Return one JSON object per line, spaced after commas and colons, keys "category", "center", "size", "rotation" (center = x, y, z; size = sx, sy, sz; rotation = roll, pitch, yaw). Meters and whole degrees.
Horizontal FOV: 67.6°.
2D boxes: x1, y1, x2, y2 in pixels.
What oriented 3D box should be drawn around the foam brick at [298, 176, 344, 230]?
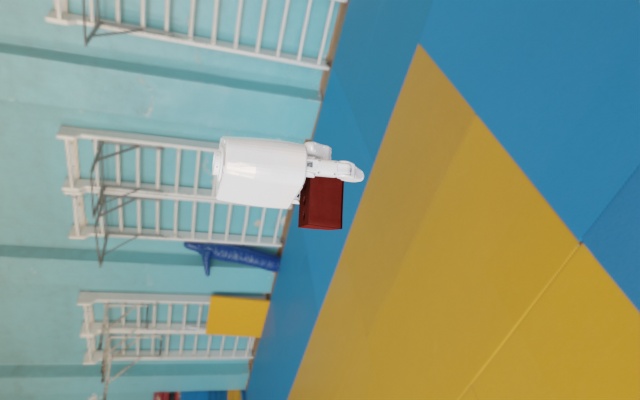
{"category": "foam brick", "center": [0.000, 0.003, 0.682], "size": [0.051, 0.078, 0.053], "rotation": [5, -9, -19]}
